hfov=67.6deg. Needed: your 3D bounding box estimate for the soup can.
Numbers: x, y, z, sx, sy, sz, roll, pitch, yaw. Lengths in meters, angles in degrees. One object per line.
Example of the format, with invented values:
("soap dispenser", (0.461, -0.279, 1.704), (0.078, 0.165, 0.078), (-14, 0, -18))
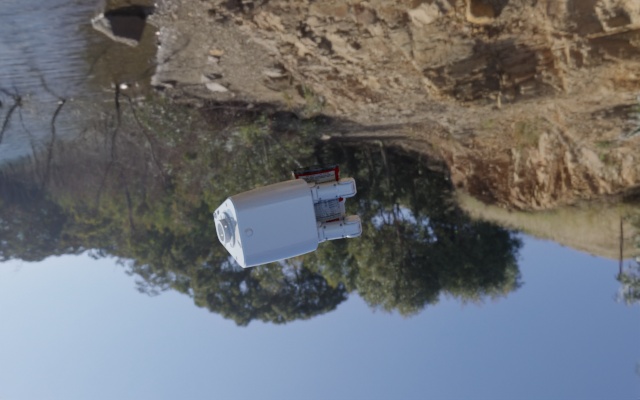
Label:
("soup can", (0.001, 0.002, 0.684), (0.068, 0.102, 0.068), (-9, 9, 1))
